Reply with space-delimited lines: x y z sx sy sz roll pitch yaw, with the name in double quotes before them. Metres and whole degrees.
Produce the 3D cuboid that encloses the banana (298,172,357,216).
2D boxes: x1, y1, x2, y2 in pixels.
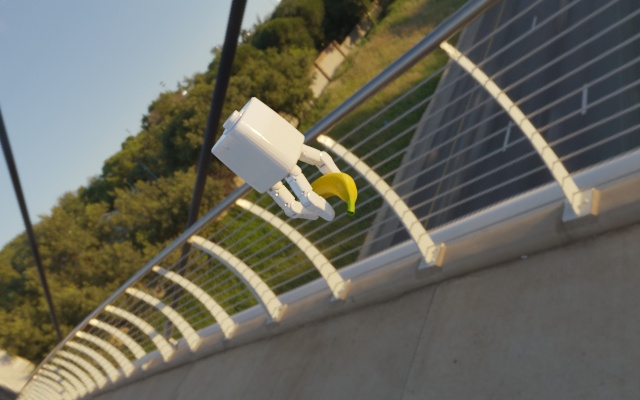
"banana" 0.010 -0.013 0.800 0.037 0.069 0.198 33 -14 -21
